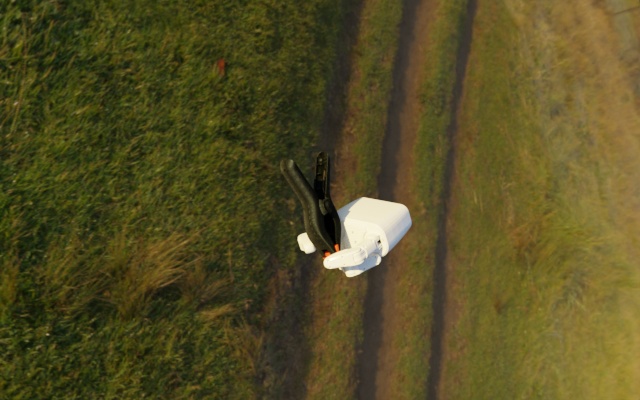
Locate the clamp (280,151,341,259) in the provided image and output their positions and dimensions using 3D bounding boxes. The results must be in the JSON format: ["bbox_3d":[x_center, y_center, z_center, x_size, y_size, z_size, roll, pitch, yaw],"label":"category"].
[{"bbox_3d":[0.001,0.003,0.745,0.039,0.171,0.120,-9,15,38],"label":"clamp"}]
